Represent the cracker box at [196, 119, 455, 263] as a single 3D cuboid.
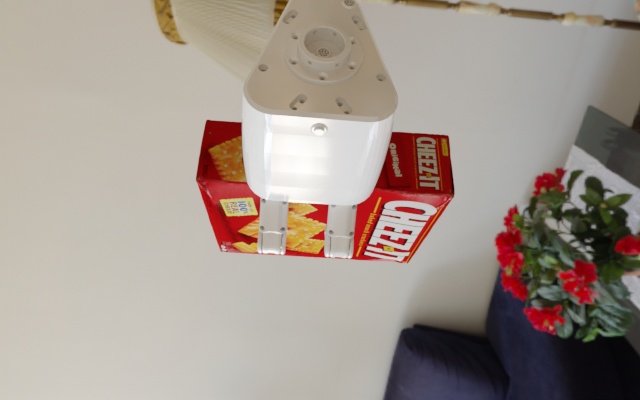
[{"bbox_3d":[0.000,0.001,0.468,0.214,0.072,0.164,4,-27,-3],"label":"cracker box"}]
